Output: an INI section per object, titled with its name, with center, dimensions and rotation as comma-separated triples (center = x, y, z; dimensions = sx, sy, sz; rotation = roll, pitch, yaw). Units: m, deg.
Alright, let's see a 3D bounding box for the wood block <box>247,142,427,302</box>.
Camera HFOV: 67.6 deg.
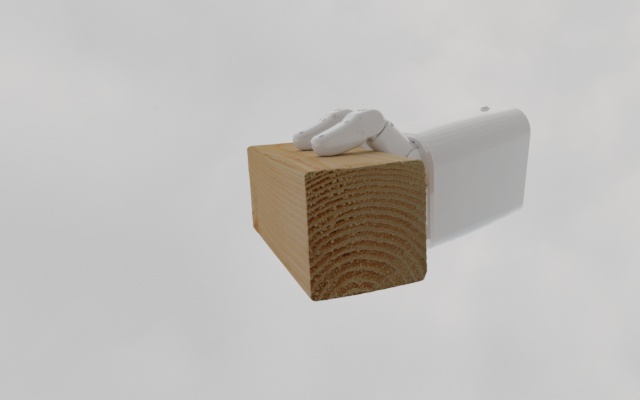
[wood block]
center = 0.000, 0.002, 0.417
dimensions = 0.090, 0.091, 0.206
rotation = -8, 13, -17
